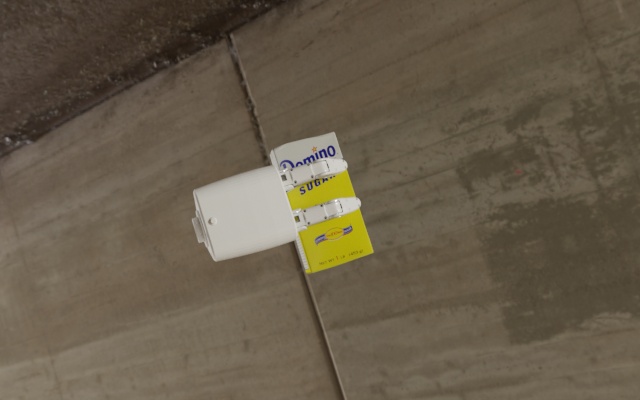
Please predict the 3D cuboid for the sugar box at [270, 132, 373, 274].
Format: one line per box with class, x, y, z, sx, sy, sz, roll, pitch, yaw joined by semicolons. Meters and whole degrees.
sugar box;0.000;0.002;0.654;0.093;0.176;0.048;-17;-4;-14
